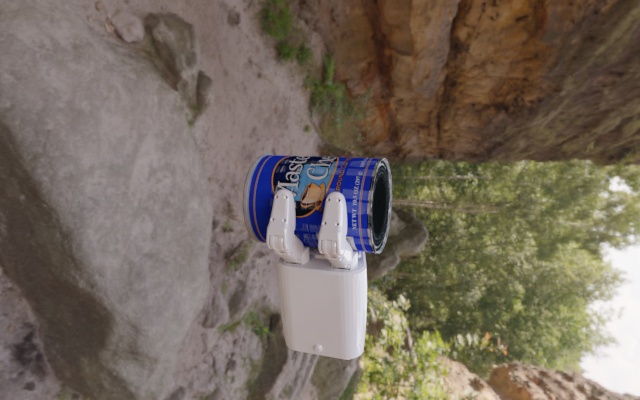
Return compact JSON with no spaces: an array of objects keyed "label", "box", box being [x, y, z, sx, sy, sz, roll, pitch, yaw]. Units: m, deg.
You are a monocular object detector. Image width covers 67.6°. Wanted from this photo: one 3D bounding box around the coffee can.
[{"label":"coffee can","box":[0.000,0.002,0.529,0.140,0.103,0.103,4,1,19]}]
